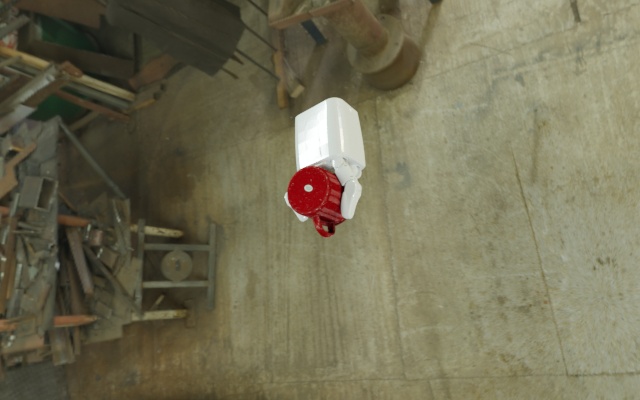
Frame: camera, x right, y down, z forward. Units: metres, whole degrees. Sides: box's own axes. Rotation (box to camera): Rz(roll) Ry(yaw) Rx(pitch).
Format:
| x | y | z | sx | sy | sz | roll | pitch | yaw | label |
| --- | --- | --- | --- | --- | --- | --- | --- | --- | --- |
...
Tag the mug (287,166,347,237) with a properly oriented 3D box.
| x | y | z | sx | sy | sz | roll | pitch | yaw | label |
| --- | --- | --- | --- | --- | --- | --- | --- | --- | --- |
| 0.000 | 0.004 | 0.778 | 0.093 | 0.117 | 0.081 | -15 | -19 | 28 | mug |
